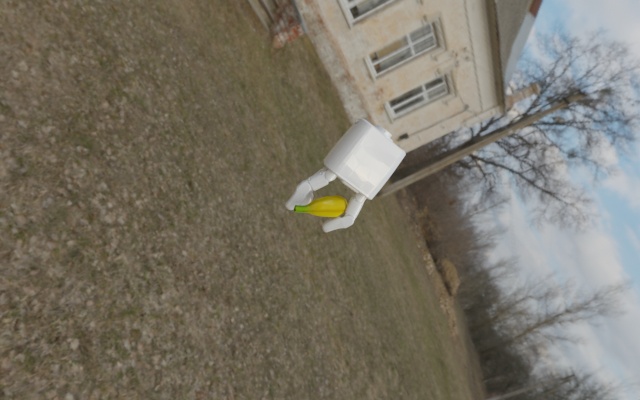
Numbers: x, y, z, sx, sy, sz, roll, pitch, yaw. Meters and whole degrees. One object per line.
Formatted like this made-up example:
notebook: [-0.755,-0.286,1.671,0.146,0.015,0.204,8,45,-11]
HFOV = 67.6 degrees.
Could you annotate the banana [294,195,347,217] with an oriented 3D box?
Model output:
banana: [0.017,0.007,0.891,0.069,0.037,0.198,14,5,17]
